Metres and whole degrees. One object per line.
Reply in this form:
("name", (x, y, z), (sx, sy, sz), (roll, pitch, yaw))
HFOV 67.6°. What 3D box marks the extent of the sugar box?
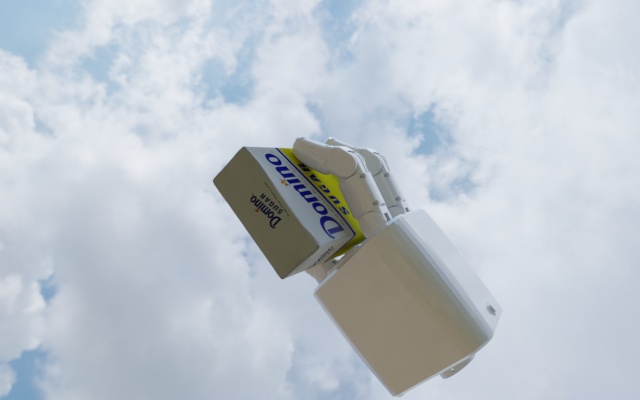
("sugar box", (0.001, 0.001, 0.404), (0.048, 0.093, 0.176), (-43, -14, 21))
